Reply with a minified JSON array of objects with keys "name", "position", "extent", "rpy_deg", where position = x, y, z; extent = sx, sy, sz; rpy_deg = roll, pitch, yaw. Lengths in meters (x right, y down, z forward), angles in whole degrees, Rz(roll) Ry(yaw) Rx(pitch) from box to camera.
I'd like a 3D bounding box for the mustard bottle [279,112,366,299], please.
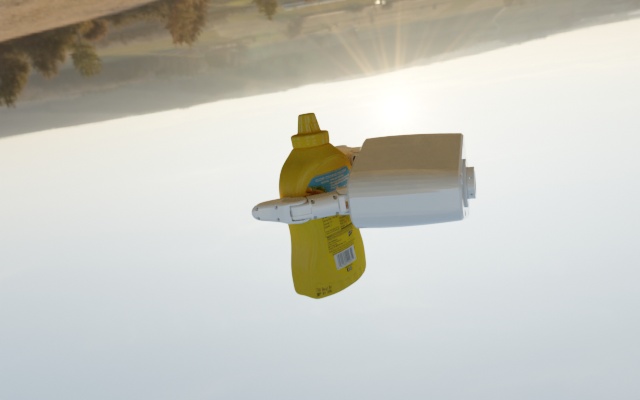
[{"name":"mustard bottle","position":[0.000,0.002,0.517],"extent":[0.058,0.192,0.096],"rpy_deg":[6,20,44]}]
